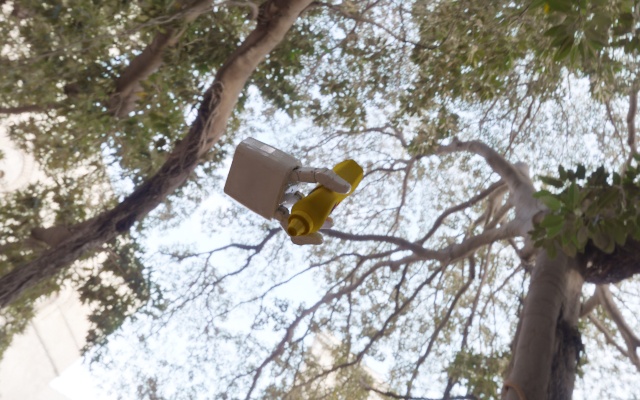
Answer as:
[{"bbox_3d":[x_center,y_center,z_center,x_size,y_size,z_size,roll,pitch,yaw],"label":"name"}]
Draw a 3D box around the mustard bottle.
[{"bbox_3d":[0.001,0.003,0.804,0.096,0.058,0.191,-42,2,42],"label":"mustard bottle"}]
